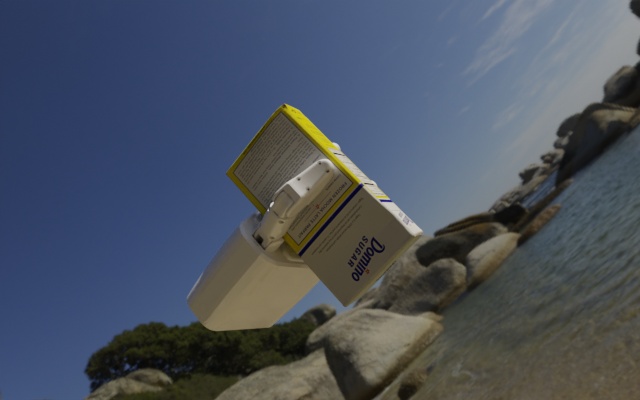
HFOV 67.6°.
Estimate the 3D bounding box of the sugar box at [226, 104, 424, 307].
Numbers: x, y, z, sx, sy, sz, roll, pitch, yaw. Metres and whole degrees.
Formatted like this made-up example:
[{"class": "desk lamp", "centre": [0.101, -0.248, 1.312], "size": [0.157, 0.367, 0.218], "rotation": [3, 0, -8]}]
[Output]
[{"class": "sugar box", "centre": [0.000, 0.001, 0.448], "size": [0.176, 0.093, 0.048], "rotation": [46, 18, 15]}]
